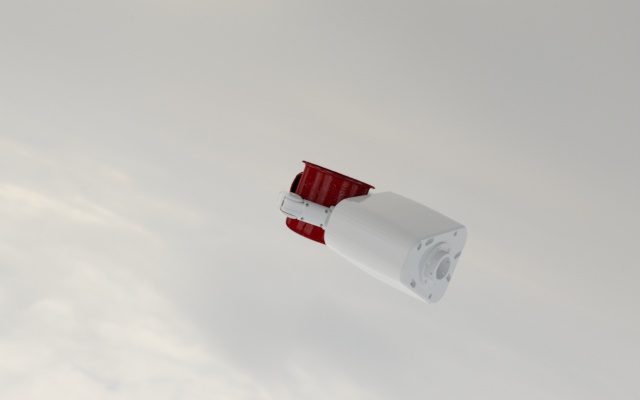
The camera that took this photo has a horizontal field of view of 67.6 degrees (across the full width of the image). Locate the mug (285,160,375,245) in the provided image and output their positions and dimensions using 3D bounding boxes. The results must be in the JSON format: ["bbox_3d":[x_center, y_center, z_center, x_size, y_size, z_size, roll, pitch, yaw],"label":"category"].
[{"bbox_3d":[-0.001,0.002,0.582,0.093,0.081,0.117,15,8,-46],"label":"mug"}]
